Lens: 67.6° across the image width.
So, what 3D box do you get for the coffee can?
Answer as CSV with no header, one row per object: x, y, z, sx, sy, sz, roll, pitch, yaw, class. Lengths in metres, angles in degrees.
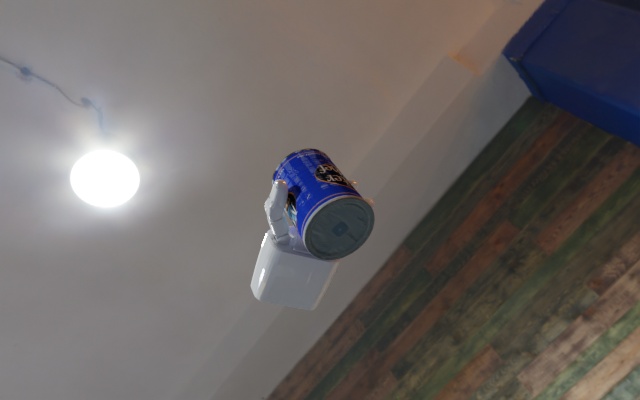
0.000,0.002,0.685,0.103,0.103,0.140,0,33,-27,coffee can
